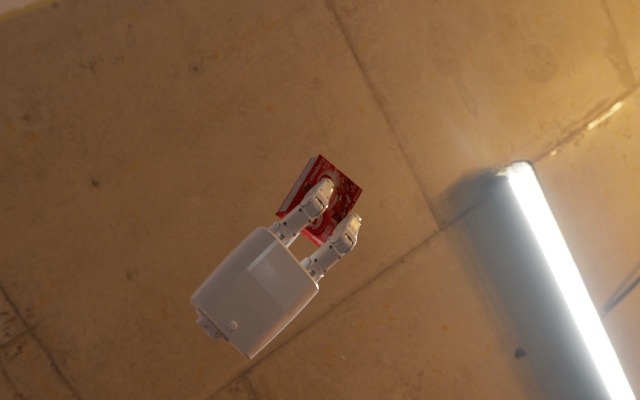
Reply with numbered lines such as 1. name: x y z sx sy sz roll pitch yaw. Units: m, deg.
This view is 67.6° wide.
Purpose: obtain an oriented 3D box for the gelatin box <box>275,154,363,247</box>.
1. gelatin box: 0.000 0.002 0.575 0.073 0.089 0.030 38 -22 -20
